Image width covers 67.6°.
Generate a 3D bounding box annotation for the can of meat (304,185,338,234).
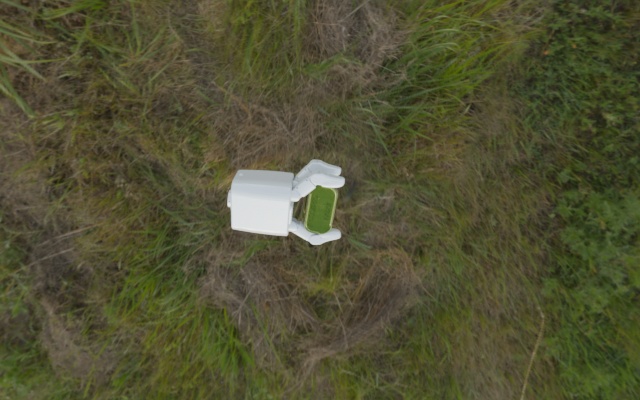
[{"bbox_3d":[0.000,0.003,0.897,0.057,0.102,0.084,9,20,-3],"label":"can of meat"}]
